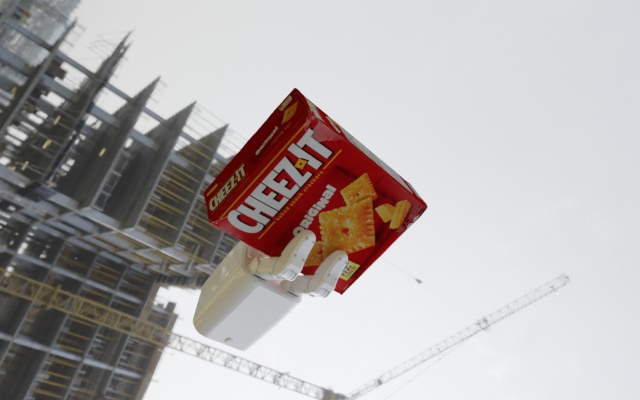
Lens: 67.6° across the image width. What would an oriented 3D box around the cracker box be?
[{"bbox_3d":[0.000,0.002,0.563,0.214,0.164,0.072,34,16,-34],"label":"cracker box"}]
